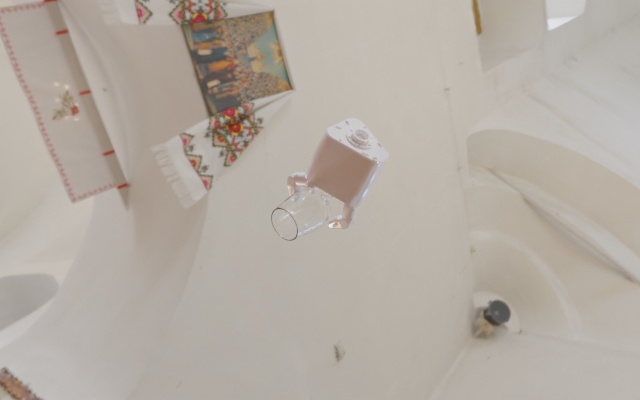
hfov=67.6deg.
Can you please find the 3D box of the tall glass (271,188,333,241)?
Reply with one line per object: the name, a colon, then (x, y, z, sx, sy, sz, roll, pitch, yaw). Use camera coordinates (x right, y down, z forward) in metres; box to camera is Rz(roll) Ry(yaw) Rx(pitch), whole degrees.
tall glass: (0.001, 0.003, 0.879, 0.079, 0.079, 0.201, 0, 23, 43)
